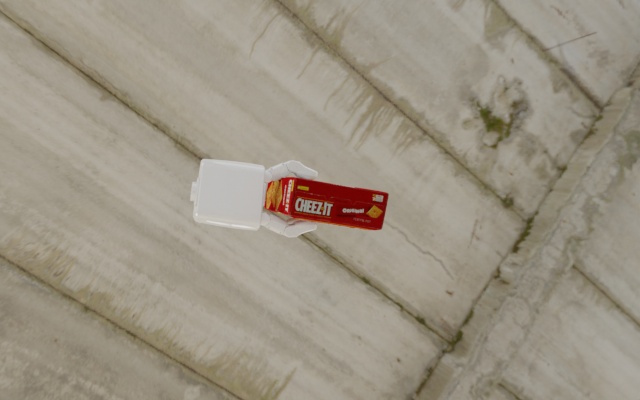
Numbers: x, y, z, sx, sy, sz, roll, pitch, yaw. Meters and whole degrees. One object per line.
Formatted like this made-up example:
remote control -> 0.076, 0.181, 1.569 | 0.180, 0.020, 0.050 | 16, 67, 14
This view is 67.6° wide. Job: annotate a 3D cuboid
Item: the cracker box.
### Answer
cracker box -> 0.000, 0.003, 0.859 | 0.164, 0.072, 0.213 | 9, 1, -17
